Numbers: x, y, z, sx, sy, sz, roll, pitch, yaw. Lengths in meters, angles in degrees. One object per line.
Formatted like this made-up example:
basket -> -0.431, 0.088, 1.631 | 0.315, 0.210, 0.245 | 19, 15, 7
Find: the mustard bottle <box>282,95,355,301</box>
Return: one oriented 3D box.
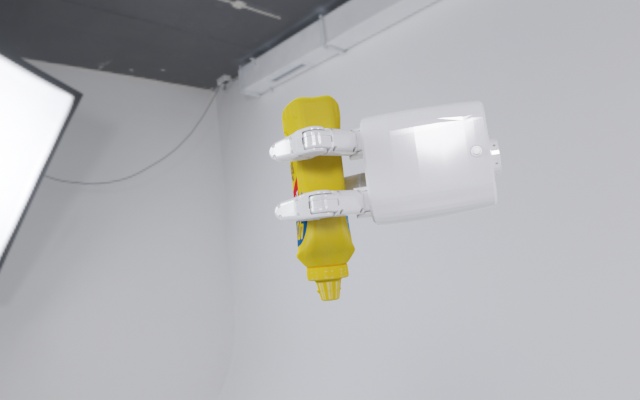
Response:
mustard bottle -> 0.000, 0.001, 0.472 | 0.058, 0.191, 0.096 | -6, -6, -8
